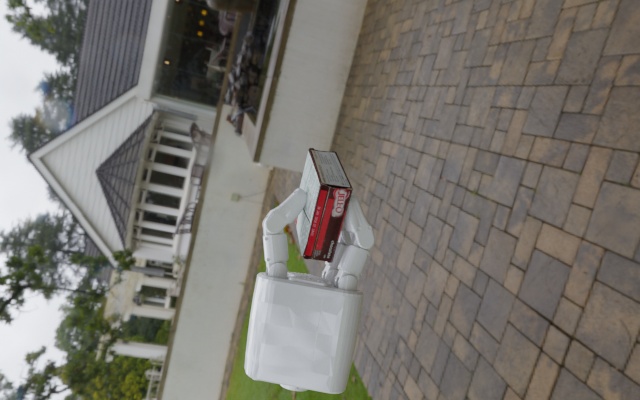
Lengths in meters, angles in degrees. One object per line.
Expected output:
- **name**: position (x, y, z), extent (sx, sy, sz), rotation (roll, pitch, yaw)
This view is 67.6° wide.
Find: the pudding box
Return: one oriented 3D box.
- **pudding box**: position (0.000, 0.002, 0.535), extent (0.039, 0.090, 0.113), rotation (9, 24, -14)
